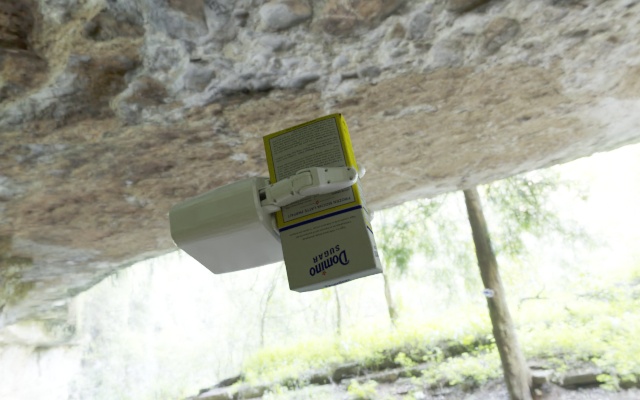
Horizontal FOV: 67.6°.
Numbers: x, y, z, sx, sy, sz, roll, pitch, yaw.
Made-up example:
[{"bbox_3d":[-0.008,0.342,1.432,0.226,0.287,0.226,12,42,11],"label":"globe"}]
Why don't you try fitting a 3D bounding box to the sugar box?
[{"bbox_3d":[0.000,0.002,0.507,0.093,0.176,0.048,-16,-19,13],"label":"sugar box"}]
